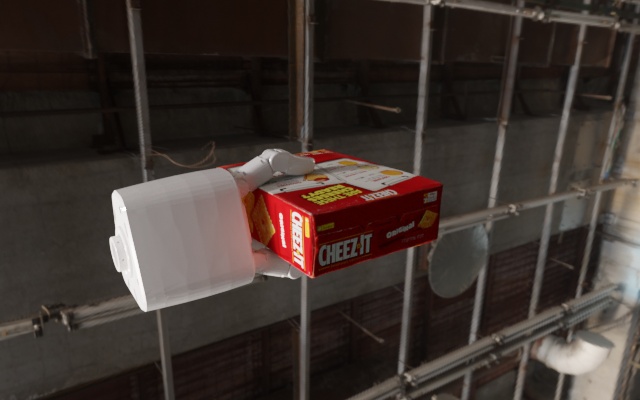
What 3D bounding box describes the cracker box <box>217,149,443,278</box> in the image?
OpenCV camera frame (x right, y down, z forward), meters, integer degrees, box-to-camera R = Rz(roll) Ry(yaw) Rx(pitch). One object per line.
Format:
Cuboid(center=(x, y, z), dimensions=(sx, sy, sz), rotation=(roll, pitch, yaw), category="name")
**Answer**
Cuboid(center=(0.000, 0.002, 0.536), dimensions=(0.164, 0.072, 0.213), rotation=(-13, 22, -31), category="cracker box")
